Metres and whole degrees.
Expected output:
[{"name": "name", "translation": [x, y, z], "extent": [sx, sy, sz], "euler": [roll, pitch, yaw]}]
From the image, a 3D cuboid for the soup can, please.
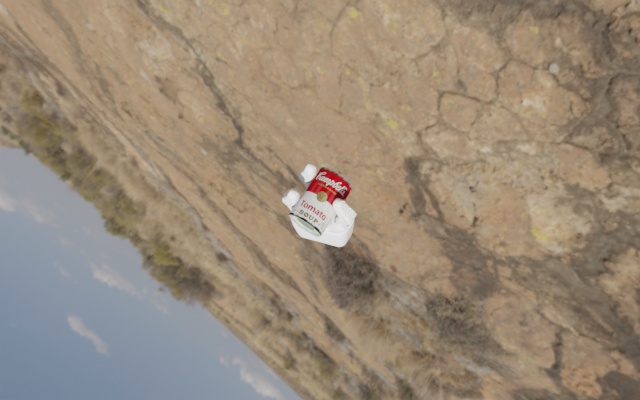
[{"name": "soup can", "translation": [0.000, 0.003, 0.823], "extent": [0.068, 0.102, 0.068], "euler": [32, -15, 10]}]
